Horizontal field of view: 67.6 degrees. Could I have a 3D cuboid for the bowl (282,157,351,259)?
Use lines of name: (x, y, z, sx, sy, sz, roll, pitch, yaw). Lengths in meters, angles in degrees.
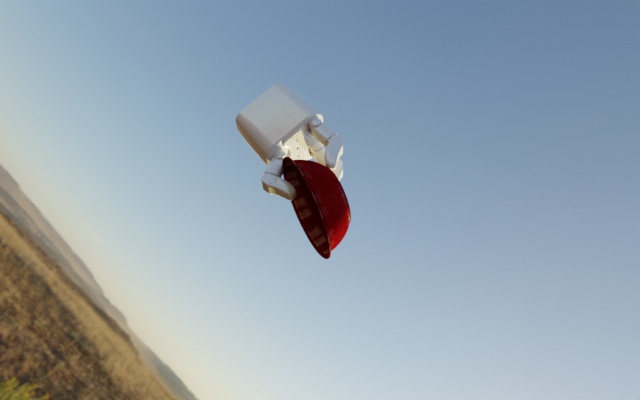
bowl: (0.001, 0.003, 0.704, 0.055, 0.162, 0.162, -22, 5, -14)
